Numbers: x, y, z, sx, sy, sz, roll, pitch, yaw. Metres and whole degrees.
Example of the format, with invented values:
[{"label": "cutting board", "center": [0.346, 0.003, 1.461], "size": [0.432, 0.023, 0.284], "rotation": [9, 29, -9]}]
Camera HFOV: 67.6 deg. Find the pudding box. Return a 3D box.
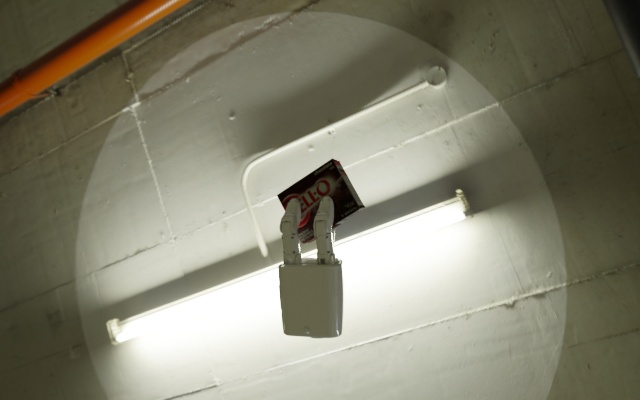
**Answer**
[{"label": "pudding box", "center": [0.000, 0.002, 0.743], "size": [0.113, 0.090, 0.039], "rotation": [-32, -12, 17]}]
